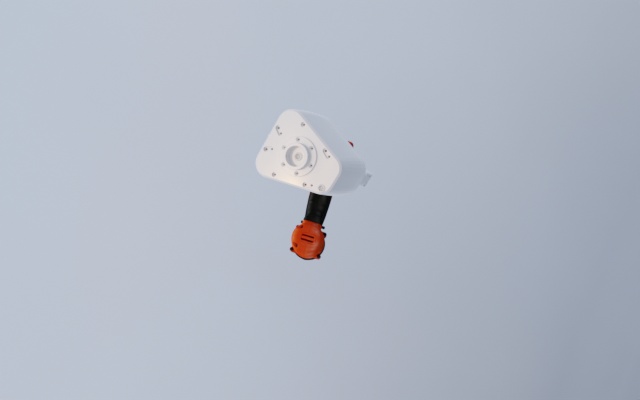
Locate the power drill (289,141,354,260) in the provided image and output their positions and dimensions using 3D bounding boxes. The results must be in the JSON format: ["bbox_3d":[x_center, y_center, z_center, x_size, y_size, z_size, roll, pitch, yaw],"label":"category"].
[{"bbox_3d":[0.000,0.002,0.751,0.057,0.187,0.184,14,-9,0],"label":"power drill"}]
